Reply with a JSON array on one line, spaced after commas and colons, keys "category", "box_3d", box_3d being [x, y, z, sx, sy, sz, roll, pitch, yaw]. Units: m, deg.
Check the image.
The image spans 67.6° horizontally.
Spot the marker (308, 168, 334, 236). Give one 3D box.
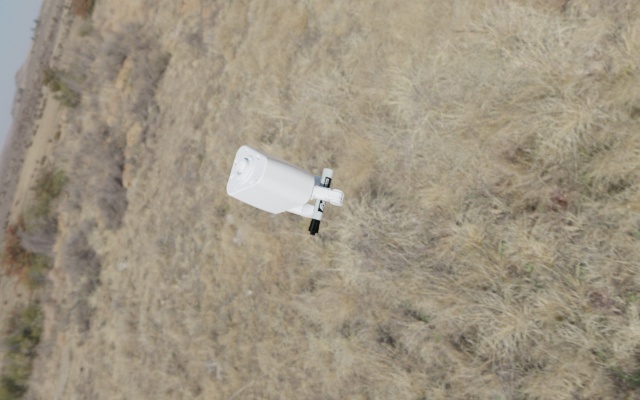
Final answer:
[{"category": "marker", "box_3d": [0.000, 0.003, 0.844, 0.020, 0.121, 0.020, 14, -9, 2]}]
